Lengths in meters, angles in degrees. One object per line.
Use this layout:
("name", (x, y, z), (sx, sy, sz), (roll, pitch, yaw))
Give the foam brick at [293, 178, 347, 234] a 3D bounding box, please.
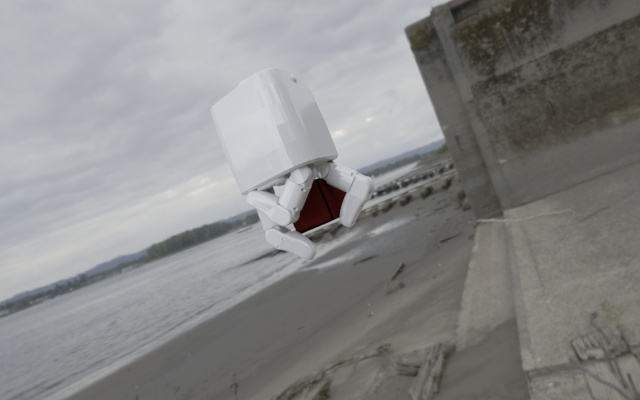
("foam brick", (0.000, 0.002, 0.570), (0.053, 0.051, 0.078), (-24, -2, 24))
